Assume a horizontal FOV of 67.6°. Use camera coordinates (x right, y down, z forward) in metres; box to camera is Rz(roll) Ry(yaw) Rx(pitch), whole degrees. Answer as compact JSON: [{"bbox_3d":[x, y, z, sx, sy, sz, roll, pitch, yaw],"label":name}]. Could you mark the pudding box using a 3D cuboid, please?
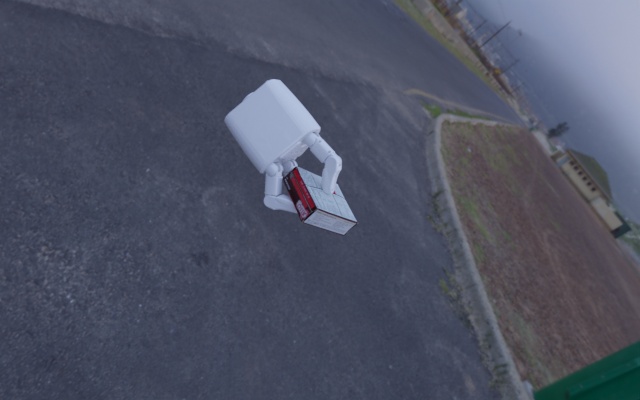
[{"bbox_3d":[0.000,0.002,0.756,0.039,0.090,0.113,-42,-36,24],"label":"pudding box"}]
